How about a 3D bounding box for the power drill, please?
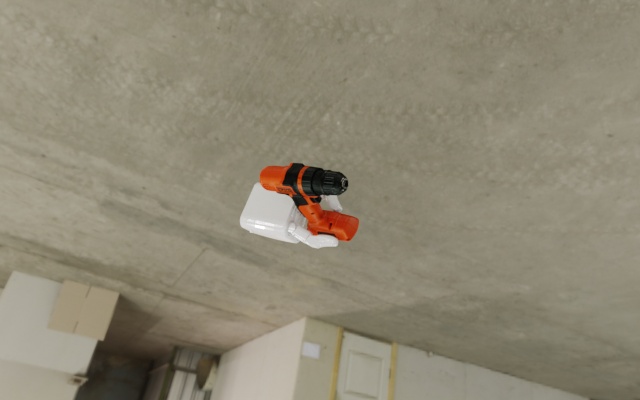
[{"bbox_3d":[0.000,0.003,0.877,0.184,0.057,0.188,8,-31,38],"label":"power drill"}]
